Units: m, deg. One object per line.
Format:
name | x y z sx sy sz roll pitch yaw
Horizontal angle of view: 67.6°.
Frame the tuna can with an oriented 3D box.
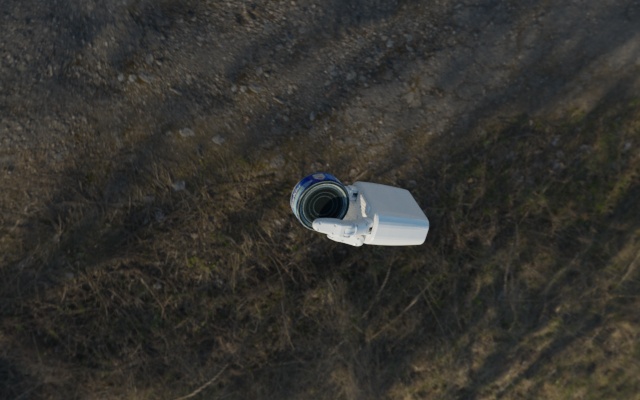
tuna can | 0.000 0.003 0.720 0.086 0.086 0.033 0 25 -20
